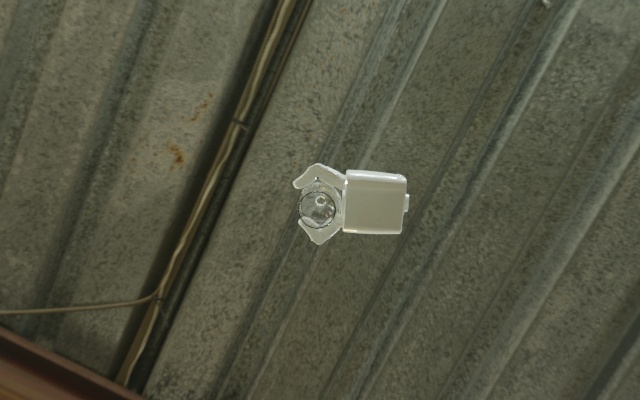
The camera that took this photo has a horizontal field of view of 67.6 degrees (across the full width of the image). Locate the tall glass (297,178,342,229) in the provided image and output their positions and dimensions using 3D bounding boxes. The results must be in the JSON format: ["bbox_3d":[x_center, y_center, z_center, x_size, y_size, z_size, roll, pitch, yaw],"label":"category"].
[{"bbox_3d":[0.000,0.003,0.868,0.079,0.079,0.201,0,8,4],"label":"tall glass"}]
